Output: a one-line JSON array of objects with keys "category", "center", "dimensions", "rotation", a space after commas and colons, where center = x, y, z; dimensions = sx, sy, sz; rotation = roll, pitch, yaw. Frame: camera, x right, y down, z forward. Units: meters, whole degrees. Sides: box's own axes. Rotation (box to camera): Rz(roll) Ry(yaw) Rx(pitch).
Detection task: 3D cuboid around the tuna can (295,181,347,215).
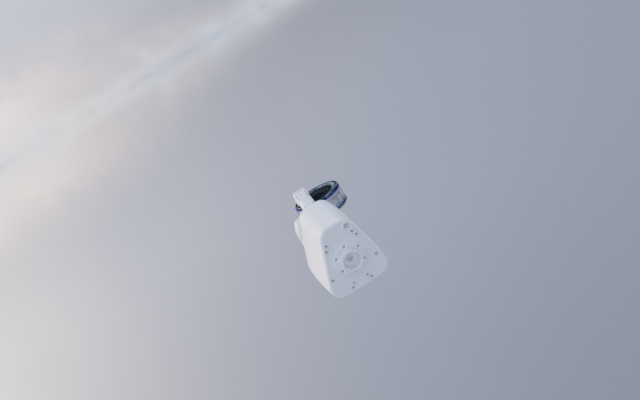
[{"category": "tuna can", "center": [0.000, 0.002, 0.811], "dimensions": [0.086, 0.034, 0.086], "rotation": [-29, 17, 10]}]
